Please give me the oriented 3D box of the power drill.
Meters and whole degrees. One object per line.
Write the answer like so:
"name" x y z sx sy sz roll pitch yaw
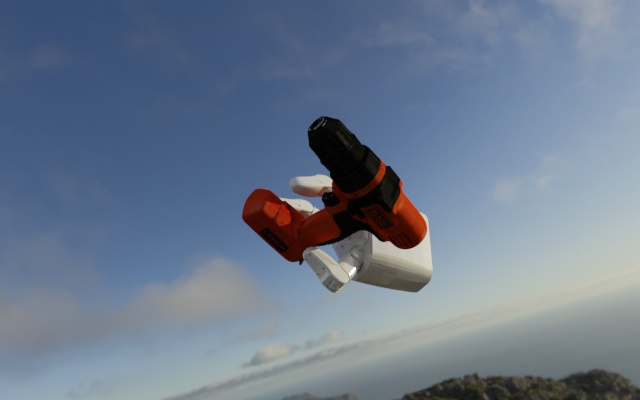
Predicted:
"power drill" 0.000 0.002 0.535 0.188 0.057 0.184 -17 -53 39
